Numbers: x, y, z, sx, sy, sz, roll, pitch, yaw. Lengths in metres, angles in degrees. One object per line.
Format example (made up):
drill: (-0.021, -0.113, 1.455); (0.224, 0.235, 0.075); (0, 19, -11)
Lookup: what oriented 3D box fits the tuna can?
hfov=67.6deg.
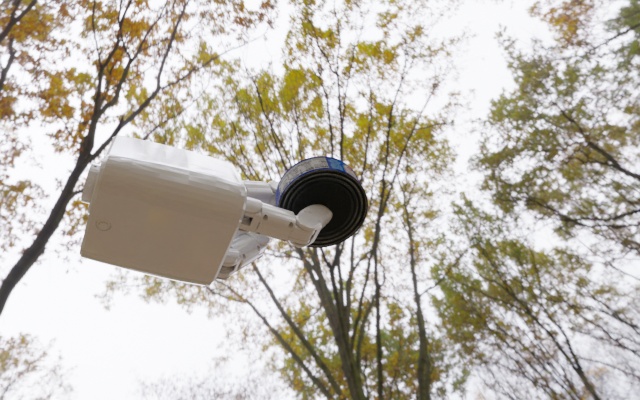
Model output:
tuna can: (0.000, 0.001, 0.458); (0.086, 0.086, 0.033); (0, 31, -11)
